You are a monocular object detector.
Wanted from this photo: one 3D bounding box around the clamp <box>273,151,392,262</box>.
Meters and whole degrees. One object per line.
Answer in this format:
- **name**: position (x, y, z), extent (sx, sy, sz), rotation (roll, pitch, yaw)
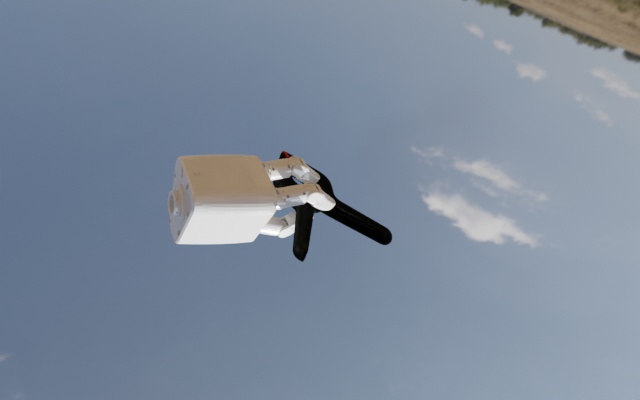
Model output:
- **clamp**: position (-0.001, 0.003, 0.695), extent (0.164, 0.036, 0.209), rotation (1, 41, -33)
